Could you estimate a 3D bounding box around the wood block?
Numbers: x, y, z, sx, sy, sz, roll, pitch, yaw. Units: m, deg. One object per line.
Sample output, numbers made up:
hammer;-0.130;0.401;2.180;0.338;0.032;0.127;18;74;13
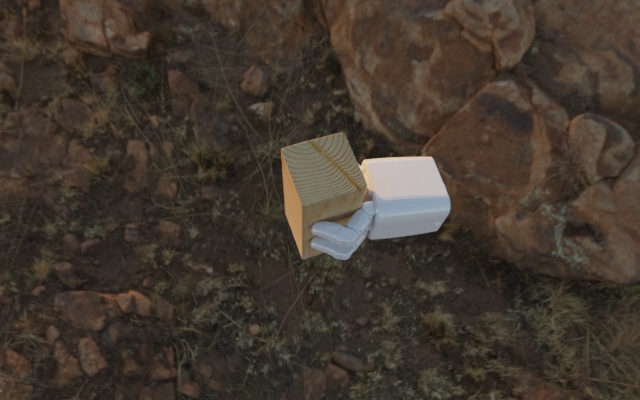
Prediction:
wood block;0.000;0.002;0.700;0.090;0.090;0.206;-17;-24;-10
